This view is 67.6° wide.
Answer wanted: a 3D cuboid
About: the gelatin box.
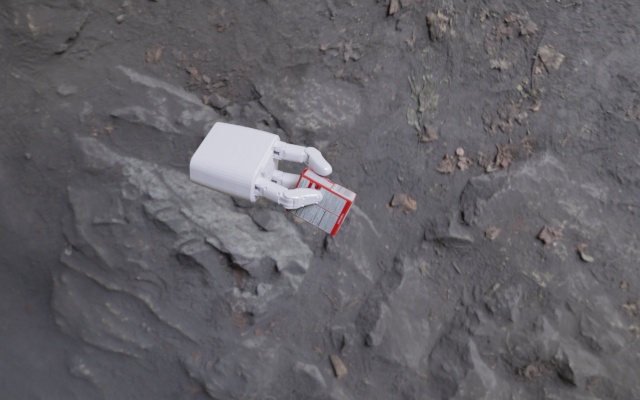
[{"bbox_3d":[0.000,0.003,0.735,0.089,0.073,0.030,29,33,5],"label":"gelatin box"}]
